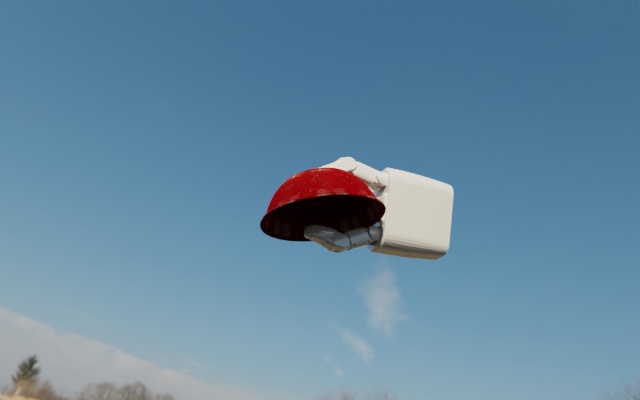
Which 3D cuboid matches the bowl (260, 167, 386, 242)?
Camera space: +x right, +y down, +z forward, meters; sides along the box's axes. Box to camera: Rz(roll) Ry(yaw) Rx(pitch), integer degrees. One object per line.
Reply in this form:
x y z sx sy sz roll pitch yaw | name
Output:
-0.001 0.001 0.618 0.162 0.055 0.162 -7 -22 -3 | bowl
